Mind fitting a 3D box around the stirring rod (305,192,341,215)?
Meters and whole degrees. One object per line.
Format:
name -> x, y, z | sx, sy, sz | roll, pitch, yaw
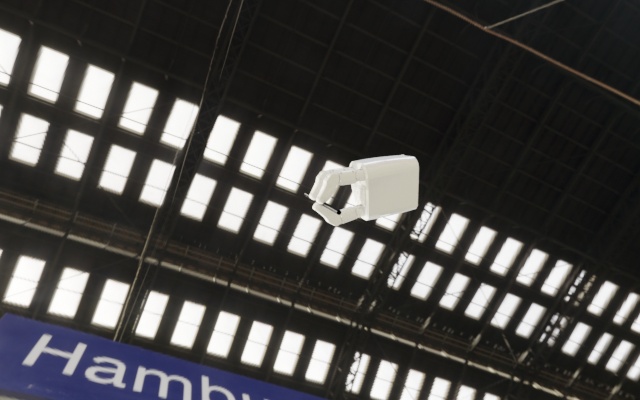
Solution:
stirring rod -> 0.000, 0.003, 0.877 | 0.011, 0.011, 0.239 | 0, 8, -14
